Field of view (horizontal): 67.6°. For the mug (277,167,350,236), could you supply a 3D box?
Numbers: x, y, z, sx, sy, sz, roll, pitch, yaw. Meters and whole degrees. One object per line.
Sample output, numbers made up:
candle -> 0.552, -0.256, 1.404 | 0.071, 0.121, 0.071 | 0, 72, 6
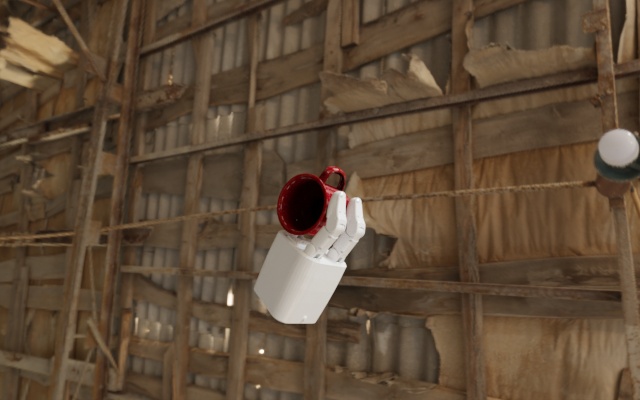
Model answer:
mug -> 0.001, 0.001, 0.728 | 0.093, 0.117, 0.081 | 34, 9, 37
